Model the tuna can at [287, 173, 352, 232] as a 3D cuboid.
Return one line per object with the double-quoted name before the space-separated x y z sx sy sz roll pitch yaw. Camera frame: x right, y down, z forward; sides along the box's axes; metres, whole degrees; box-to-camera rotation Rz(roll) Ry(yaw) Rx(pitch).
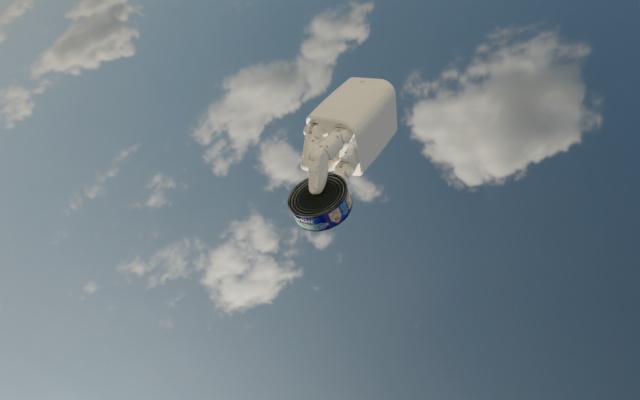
"tuna can" 0.000 0.003 0.661 0.086 0.034 0.086 -14 40 12
